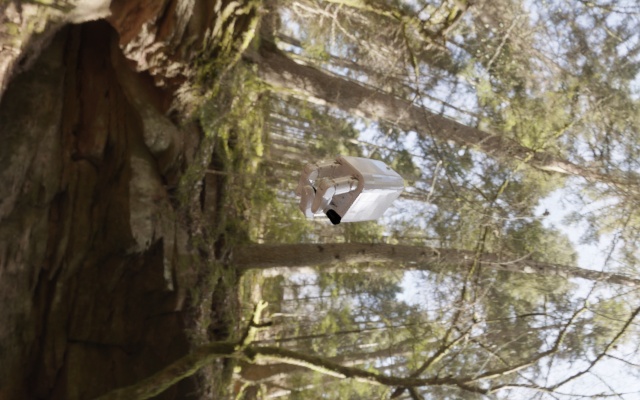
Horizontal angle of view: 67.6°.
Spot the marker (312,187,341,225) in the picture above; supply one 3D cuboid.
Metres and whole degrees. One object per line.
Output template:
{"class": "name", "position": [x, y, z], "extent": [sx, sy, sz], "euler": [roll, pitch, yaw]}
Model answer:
{"class": "marker", "position": [0.000, 0.003, 0.825], "extent": [0.020, 0.020, 0.121], "euler": [0, 33, -36]}
